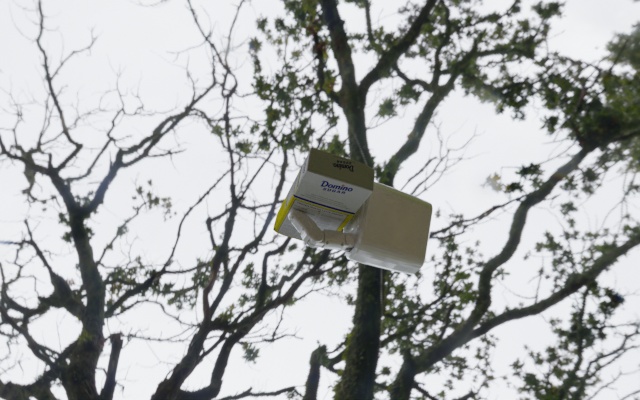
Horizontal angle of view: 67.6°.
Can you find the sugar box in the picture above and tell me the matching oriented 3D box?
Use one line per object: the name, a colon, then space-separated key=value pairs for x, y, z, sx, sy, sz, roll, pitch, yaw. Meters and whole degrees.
sugar box: x=0.000 y=0.002 z=0.679 sx=0.093 sy=0.048 sz=0.176 roll=17 pitch=-37 yaw=-12
